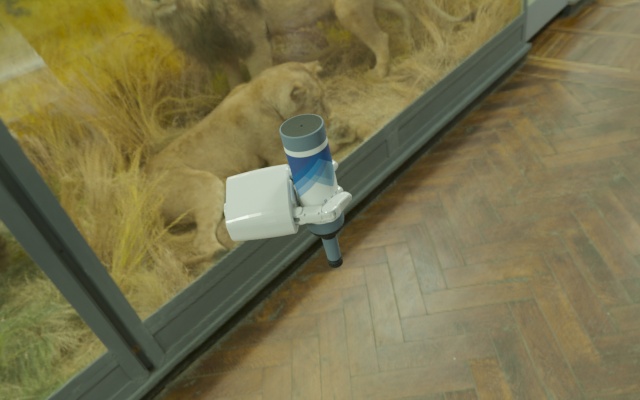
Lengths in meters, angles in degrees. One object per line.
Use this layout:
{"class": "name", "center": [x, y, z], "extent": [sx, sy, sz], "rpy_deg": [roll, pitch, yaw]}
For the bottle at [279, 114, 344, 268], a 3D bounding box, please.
{"class": "bottle", "center": [0.000, 0.002, 0.787], "extent": [0.069, 0.296, 0.069], "rpy_deg": [-9, 39, 7]}
